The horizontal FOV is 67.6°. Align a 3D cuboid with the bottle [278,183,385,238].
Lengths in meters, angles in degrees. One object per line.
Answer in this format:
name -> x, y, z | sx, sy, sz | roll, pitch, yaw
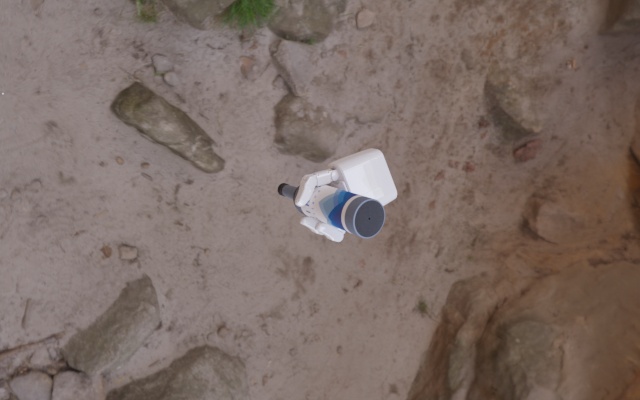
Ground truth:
bottle -> 0.000, 0.003, 0.896 | 0.069, 0.069, 0.295 | 0, 11, -34
